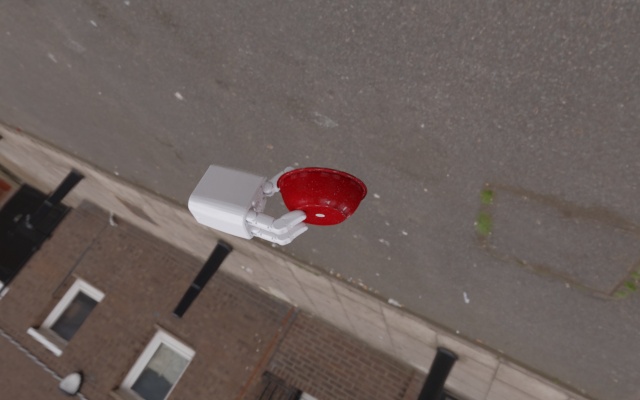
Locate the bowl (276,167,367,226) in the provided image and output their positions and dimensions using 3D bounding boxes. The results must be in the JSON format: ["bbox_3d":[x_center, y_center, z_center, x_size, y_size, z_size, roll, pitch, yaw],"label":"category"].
[{"bbox_3d":[0.001,0.003,0.835,0.162,0.055,0.162,4,-24,2],"label":"bowl"}]
